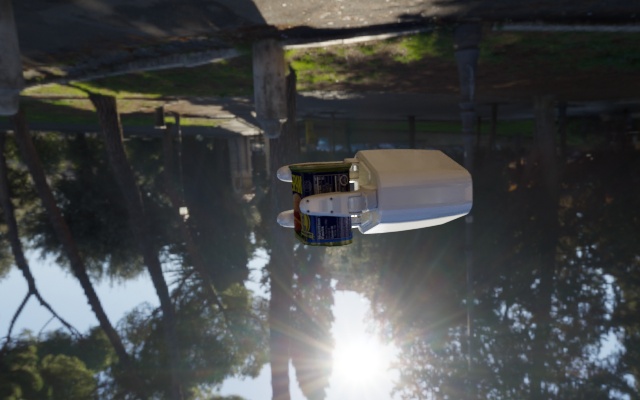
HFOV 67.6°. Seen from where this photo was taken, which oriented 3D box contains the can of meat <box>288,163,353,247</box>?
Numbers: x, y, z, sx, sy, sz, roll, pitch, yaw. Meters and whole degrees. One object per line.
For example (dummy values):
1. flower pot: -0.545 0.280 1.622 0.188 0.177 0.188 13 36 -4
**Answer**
1. can of meat: 0.000 0.002 0.522 0.057 0.084 0.102 -4 5 -11
